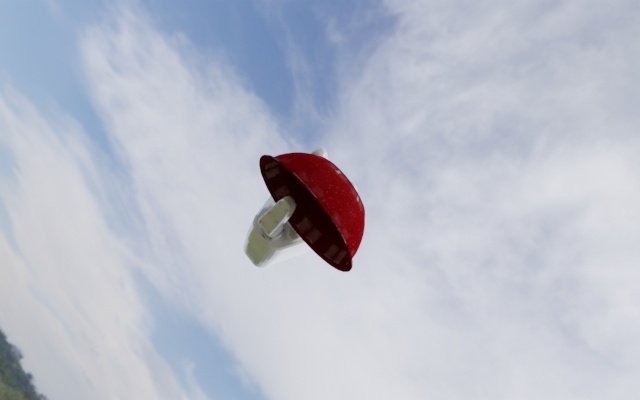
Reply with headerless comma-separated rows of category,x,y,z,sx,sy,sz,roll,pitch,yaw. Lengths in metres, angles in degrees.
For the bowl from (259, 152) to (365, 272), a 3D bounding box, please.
bowl,0.001,0.001,0.542,0.055,0.162,0.162,-37,12,-17
